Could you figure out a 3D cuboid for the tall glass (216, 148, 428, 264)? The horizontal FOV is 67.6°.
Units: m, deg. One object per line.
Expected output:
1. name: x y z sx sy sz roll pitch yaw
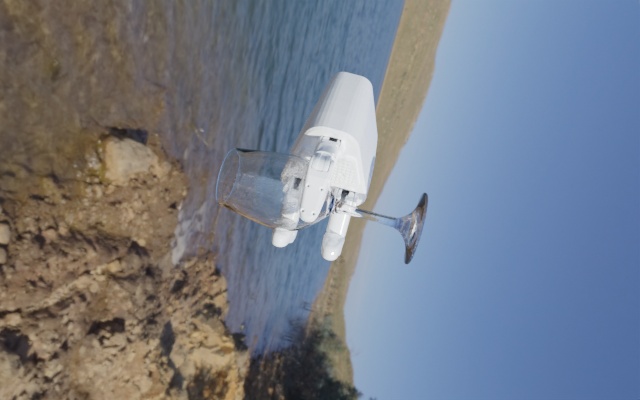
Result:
1. tall glass: 0.001 0.002 0.482 0.201 0.079 0.079 15 1 3
